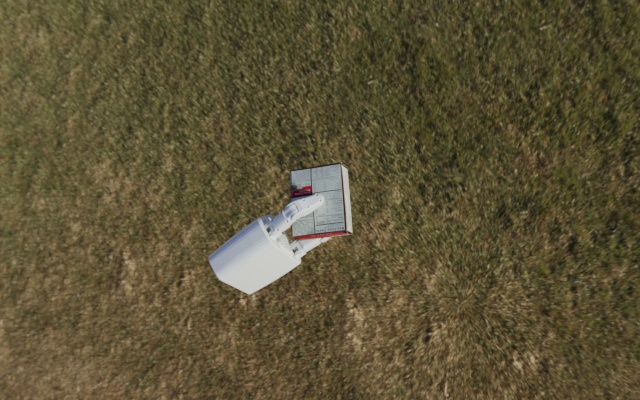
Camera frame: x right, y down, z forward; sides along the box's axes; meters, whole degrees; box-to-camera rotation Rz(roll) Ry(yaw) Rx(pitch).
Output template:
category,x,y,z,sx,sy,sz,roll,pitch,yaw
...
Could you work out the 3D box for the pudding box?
category,x,y,z,sx,sy,sz,roll,pitch,yaw
pudding box,0.000,0.002,0.748,0.090,0.113,0.039,-7,-13,16
